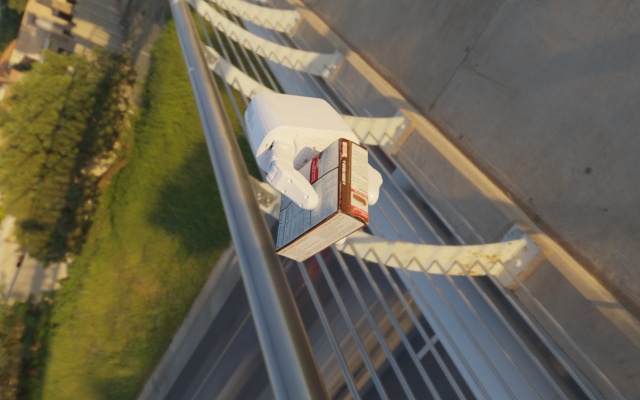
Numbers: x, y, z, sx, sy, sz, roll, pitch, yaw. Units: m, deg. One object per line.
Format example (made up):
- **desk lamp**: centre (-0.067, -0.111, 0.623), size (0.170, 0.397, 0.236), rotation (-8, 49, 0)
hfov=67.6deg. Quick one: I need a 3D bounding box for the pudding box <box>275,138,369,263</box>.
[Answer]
- **pudding box**: centre (0.000, 0.001, 0.485), size (0.039, 0.090, 0.113), rotation (21, -36, -28)
